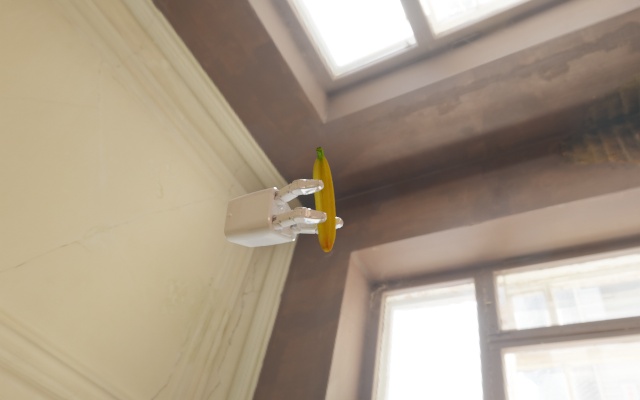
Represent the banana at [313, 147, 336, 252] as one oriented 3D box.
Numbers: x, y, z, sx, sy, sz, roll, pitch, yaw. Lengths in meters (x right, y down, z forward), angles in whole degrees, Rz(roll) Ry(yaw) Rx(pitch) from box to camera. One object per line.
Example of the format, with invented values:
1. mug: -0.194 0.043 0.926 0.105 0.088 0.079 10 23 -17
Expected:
1. banana: 0.005 0.002 0.918 0.037 0.197 0.069 -9 -10 15
